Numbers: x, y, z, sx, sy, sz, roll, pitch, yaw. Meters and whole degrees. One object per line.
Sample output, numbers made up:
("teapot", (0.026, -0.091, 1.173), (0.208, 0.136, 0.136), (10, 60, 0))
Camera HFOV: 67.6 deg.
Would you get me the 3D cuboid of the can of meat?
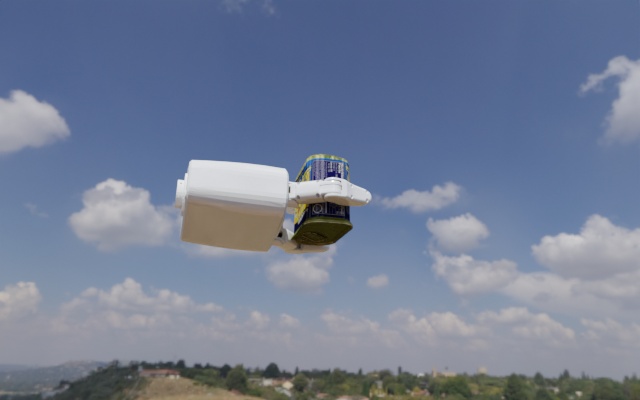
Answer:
("can of meat", (0.000, 0.002, 0.581), (0.057, 0.084, 0.102), (5, -20, -14))
